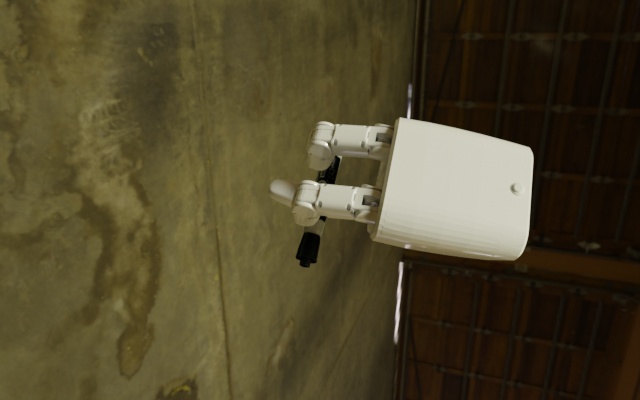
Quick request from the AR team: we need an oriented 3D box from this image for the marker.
[{"bbox_3d":[0.000,0.001,0.427,0.020,0.121,0.020,12,-22,5],"label":"marker"}]
